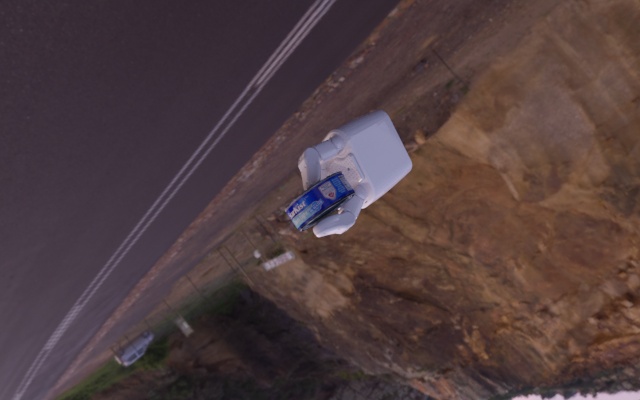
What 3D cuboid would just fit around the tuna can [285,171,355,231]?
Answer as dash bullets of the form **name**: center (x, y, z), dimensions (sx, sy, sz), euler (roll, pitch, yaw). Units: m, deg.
- **tuna can**: center (0.000, 0.002, 0.591), dimensions (0.086, 0.033, 0.086), euler (-34, -7, -4)
